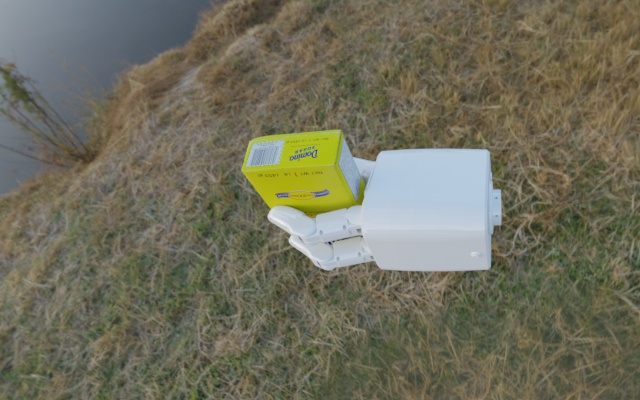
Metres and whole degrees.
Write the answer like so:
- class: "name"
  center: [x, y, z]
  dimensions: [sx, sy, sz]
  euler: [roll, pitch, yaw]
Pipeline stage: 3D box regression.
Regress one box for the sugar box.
- class: "sugar box"
  center: [0.000, 0.002, 0.491]
  dimensions: [0.093, 0.048, 0.176]
  euler: [-2, -34, 21]
